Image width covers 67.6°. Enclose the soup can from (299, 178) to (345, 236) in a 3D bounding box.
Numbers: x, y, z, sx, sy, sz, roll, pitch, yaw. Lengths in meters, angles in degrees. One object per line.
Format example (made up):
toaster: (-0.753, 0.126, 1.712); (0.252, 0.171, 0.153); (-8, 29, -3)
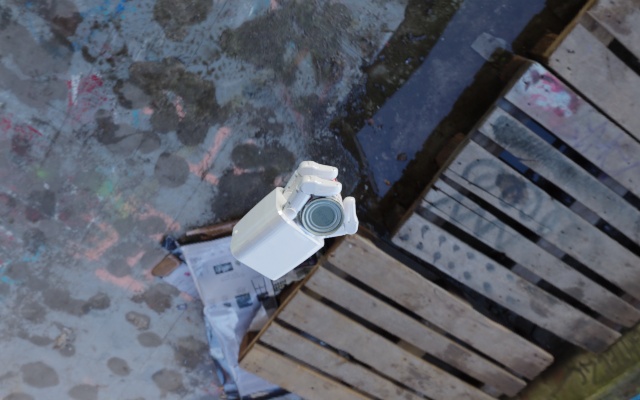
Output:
soup can: (0.001, 0.002, 0.752); (0.068, 0.068, 0.102); (0, 27, -4)
